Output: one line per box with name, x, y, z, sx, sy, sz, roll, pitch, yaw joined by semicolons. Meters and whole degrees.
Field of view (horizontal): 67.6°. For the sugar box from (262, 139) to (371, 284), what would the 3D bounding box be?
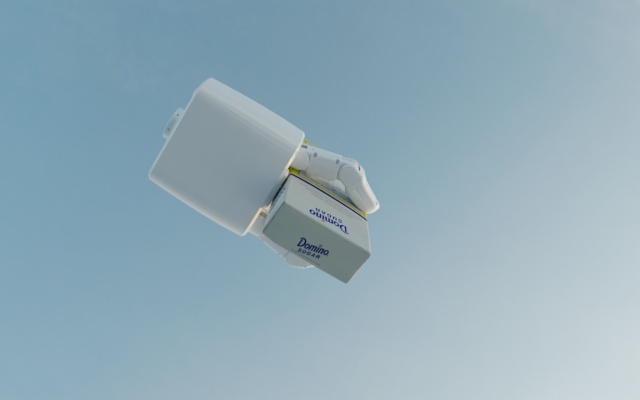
sugar box;0.000;0.002;0.488;0.093;0.048;0.176;32;25;-11
